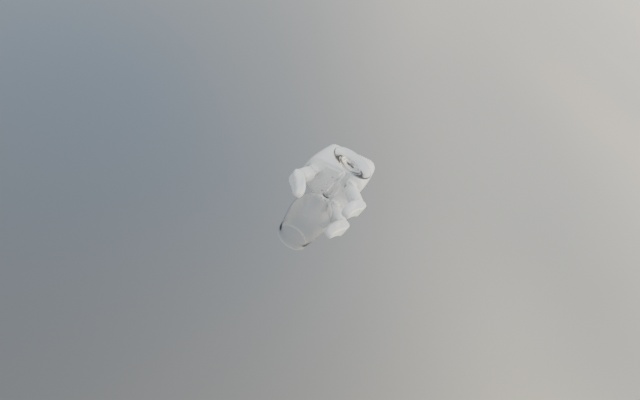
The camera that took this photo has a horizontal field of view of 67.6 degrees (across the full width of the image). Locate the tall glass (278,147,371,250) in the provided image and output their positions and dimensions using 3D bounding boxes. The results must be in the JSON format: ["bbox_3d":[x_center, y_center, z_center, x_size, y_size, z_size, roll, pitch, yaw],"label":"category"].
[{"bbox_3d":[0.000,0.002,0.839,0.079,0.079,0.201,0,-41,-46],"label":"tall glass"}]
